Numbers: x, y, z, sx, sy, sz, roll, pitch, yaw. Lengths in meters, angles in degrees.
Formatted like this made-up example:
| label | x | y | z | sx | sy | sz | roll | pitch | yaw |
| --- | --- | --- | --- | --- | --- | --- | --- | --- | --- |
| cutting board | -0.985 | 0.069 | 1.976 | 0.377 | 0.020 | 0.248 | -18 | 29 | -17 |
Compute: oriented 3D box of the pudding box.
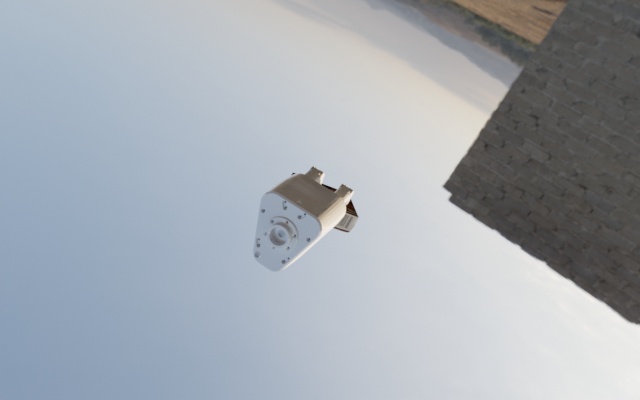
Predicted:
| label | x | y | z | sx | sy | sz | roll | pitch | yaw |
| --- | --- | --- | --- | --- | --- | --- | --- | --- | --- |
| pudding box | 0.000 | 0.003 | 0.797 | 0.113 | 0.039 | 0.090 | 22 | 22 | -18 |
